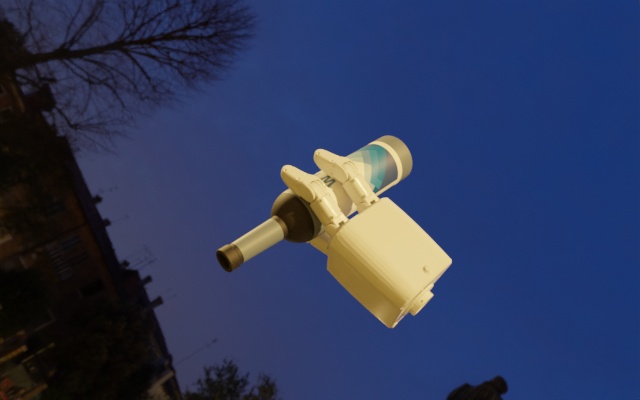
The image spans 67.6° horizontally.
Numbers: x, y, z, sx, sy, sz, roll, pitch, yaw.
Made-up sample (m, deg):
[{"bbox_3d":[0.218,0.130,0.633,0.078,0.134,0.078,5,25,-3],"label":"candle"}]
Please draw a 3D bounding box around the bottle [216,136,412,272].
[{"bbox_3d":[0.000,0.002,0.588,0.295,0.069,0.069,-31,19,-35],"label":"bottle"}]
